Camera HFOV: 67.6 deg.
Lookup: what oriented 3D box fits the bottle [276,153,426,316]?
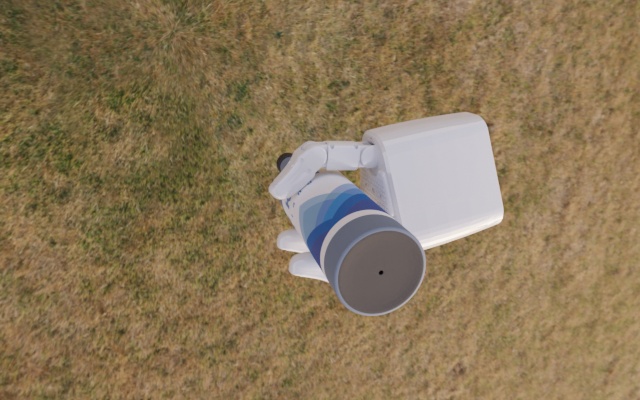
[{"bbox_3d":[0.000,0.002,0.452,0.069,0.069,0.295,0,19,-17],"label":"bottle"}]
